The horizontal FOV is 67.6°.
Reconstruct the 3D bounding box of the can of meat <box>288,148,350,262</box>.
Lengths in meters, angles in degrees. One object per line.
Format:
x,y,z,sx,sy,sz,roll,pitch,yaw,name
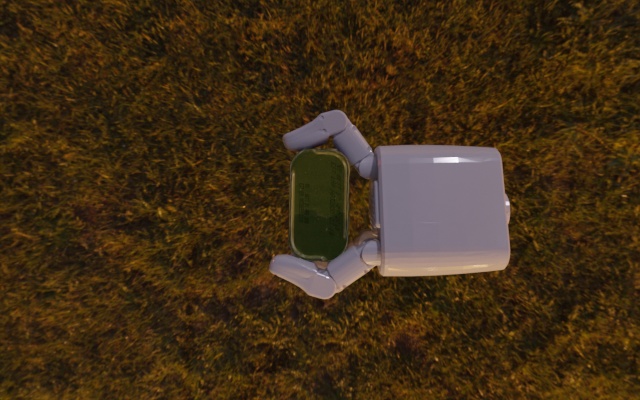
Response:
0.000,0.001,0.442,0.057,0.102,0.084,1,4,1,can of meat
